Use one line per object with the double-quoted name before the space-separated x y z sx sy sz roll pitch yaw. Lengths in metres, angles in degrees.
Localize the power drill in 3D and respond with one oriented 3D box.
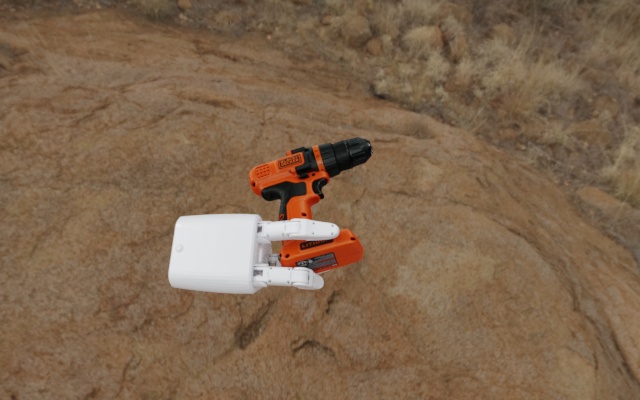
"power drill" 0.000 0.003 0.654 0.184 0.187 0.057 -18 -38 5
